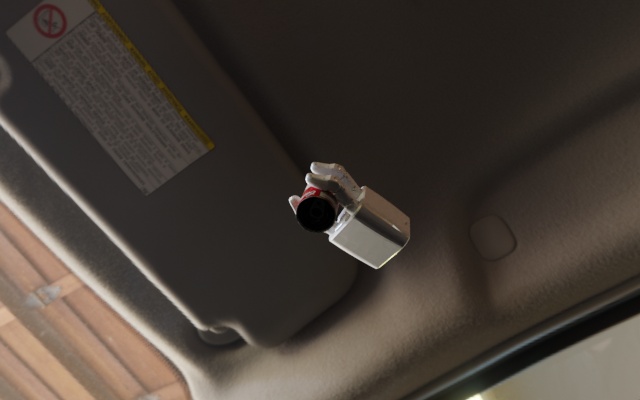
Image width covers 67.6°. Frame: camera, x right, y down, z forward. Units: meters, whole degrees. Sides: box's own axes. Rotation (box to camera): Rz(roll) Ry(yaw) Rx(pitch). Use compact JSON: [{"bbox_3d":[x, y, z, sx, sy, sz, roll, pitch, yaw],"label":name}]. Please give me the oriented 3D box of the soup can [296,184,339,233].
[{"bbox_3d":[0.000,0.002,0.835,0.068,0.068,0.102,0,25,10],"label":"soup can"}]
